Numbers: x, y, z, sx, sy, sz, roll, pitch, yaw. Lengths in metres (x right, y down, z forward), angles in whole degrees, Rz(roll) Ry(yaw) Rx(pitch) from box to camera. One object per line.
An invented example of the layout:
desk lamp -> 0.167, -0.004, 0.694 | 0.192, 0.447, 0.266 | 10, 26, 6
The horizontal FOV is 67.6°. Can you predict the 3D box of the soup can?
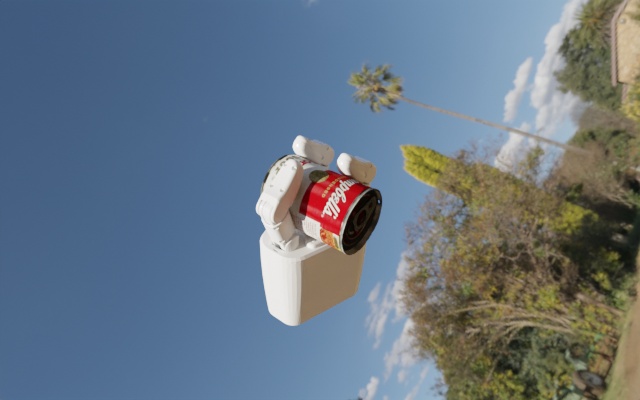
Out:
soup can -> 0.000, 0.001, 0.471 | 0.102, 0.068, 0.068 | 26, 13, 29
